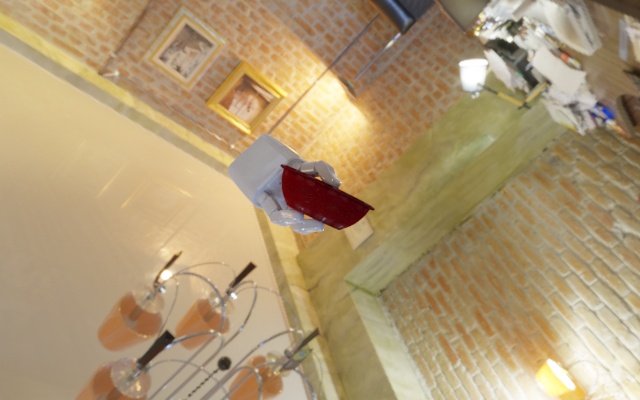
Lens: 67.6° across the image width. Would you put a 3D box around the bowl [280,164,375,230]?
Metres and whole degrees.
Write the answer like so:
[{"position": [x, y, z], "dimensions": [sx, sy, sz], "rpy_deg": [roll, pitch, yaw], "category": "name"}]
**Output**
[{"position": [0.001, 0.003, 0.738], "dimensions": [0.162, 0.055, 0.162], "rpy_deg": [25, -1, 1], "category": "bowl"}]
